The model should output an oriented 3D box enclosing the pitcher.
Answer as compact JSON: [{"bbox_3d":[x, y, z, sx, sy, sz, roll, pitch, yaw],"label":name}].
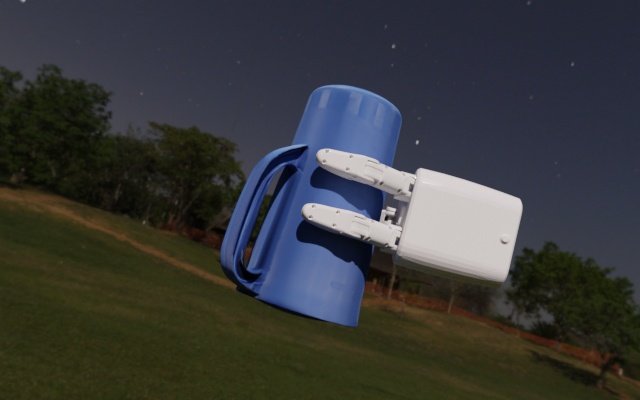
[{"bbox_3d":[0.000,0.002,0.512,0.145,0.243,0.149,16,-9,5],"label":"pitcher"}]
